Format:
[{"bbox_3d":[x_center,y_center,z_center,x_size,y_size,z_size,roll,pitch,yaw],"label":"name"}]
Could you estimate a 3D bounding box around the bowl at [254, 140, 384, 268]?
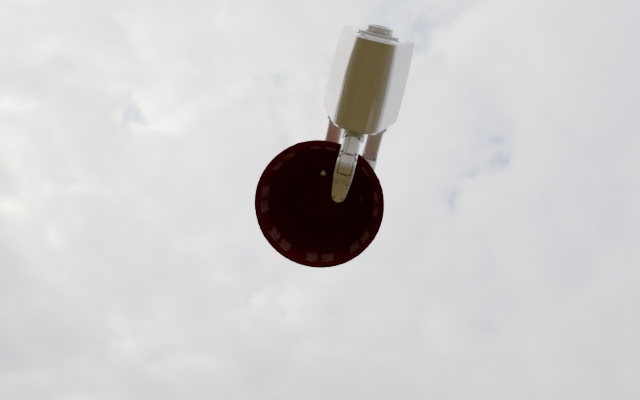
[{"bbox_3d":[0.000,0.003,0.615,0.162,0.162,0.055,0,10,6],"label":"bowl"}]
